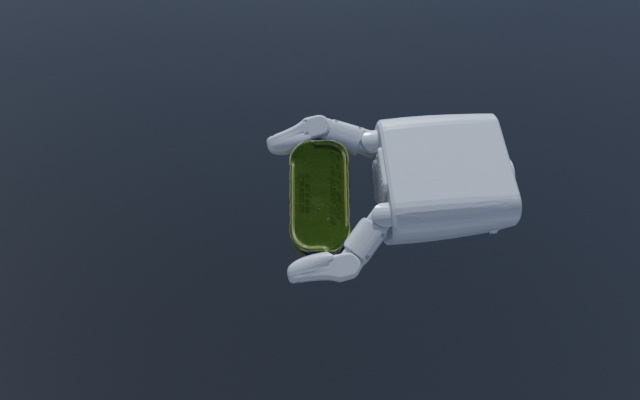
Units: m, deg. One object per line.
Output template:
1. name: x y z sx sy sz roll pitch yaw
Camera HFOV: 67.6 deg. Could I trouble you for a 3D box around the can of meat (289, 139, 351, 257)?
1. can of meat: 0.000 0.001 0.440 0.057 0.102 0.084 -1 -9 1
